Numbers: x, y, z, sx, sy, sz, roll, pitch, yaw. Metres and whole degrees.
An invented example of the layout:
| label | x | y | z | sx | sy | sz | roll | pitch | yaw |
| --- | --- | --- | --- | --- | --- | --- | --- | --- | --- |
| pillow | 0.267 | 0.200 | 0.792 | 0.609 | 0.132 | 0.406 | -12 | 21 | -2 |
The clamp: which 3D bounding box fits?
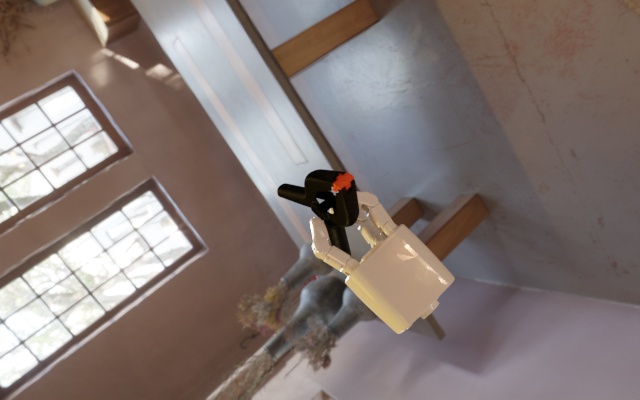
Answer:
| label | x | y | z | sx | sy | sz | roll | pitch | yaw |
| --- | --- | --- | --- | --- | --- | --- | --- | --- | --- |
| clamp | 0.000 | 0.003 | 0.703 | 0.036 | 0.164 | 0.210 | -41 | -13 | -23 |
